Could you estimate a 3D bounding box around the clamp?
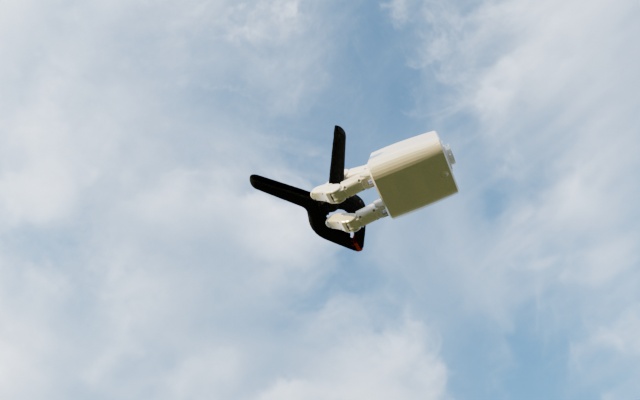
[{"bbox_3d":[0.001,0.002,0.749,0.164,0.210,0.036,-22,27,14],"label":"clamp"}]
